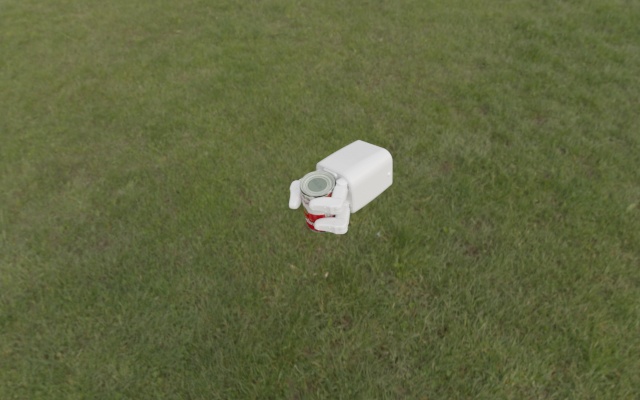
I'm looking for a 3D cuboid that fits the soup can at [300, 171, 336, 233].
[{"bbox_3d":[0.000,0.003,0.896,0.068,0.068,0.102,0,-42,8],"label":"soup can"}]
